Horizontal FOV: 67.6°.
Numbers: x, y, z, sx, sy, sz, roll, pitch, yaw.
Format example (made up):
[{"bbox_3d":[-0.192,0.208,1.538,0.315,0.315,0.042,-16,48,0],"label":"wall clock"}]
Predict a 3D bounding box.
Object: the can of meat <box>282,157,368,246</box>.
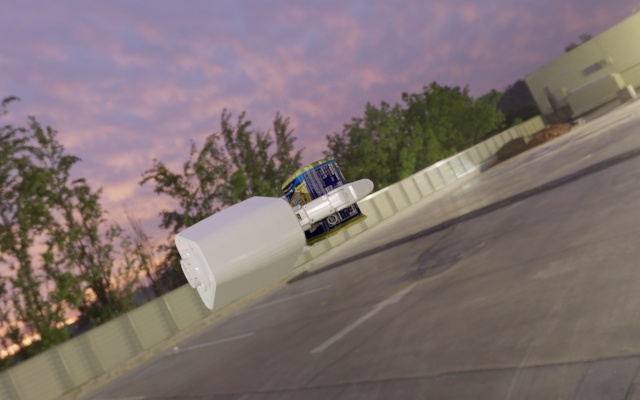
[{"bbox_3d":[0.000,0.002,0.577,0.057,0.084,0.102,-26,-2,-23],"label":"can of meat"}]
